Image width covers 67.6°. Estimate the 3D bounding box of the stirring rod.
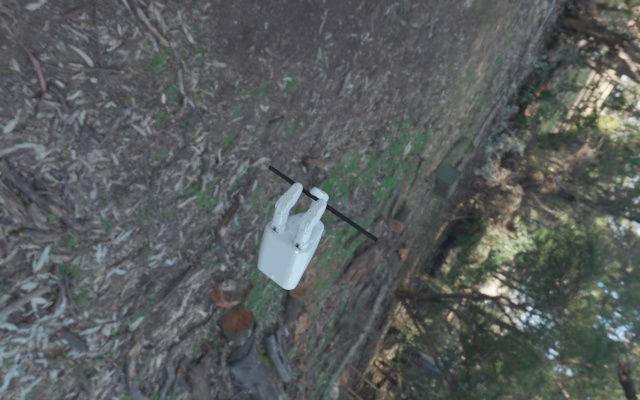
[{"bbox_3d":[0.000,0.003,0.841,0.239,0.011,0.011,34,13,19],"label":"stirring rod"}]
